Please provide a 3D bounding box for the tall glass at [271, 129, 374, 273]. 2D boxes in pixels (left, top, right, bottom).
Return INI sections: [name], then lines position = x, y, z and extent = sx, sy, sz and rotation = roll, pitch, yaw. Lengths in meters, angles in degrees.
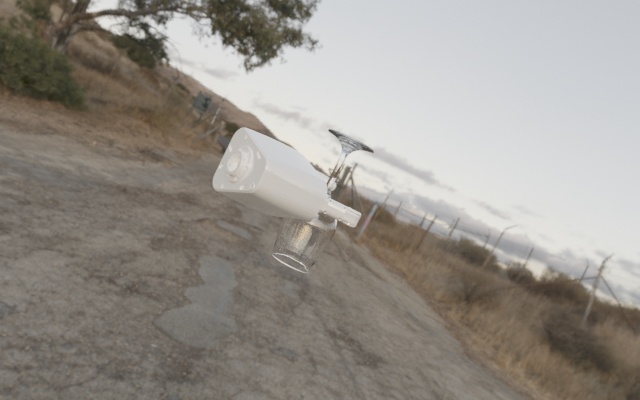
[tall glass]
position = 0.001, 0.002, 0.693
extent = 0.079, 0.201, 0.079
rotation = 26, 2, -1
